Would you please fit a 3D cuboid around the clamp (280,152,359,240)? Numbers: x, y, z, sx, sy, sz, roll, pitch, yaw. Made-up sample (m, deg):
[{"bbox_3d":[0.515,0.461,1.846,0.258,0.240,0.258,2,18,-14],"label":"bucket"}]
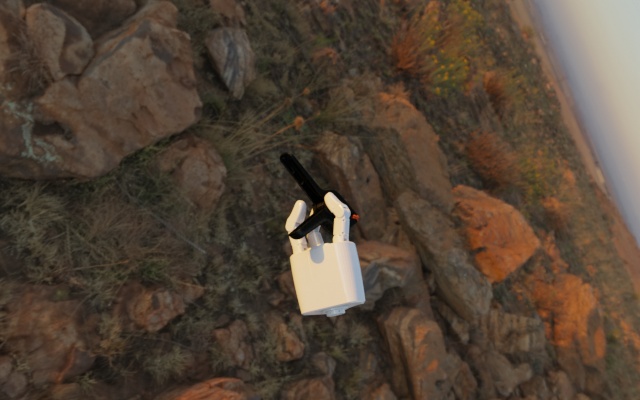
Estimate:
[{"bbox_3d":[0.001,0.003,0.883,0.036,0.164,0.210,-24,-23,31],"label":"clamp"}]
